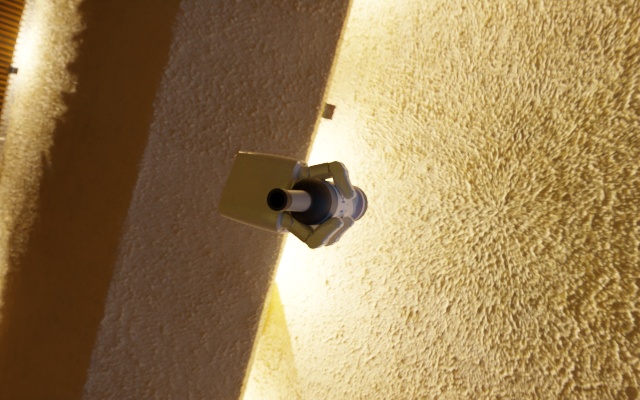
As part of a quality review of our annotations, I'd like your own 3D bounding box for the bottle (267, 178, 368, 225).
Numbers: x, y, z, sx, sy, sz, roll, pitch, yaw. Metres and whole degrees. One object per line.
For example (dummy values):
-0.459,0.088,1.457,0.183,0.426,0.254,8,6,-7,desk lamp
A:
0.000,0.002,0.698,0.069,0.069,0.296,0,-1,20,bottle
